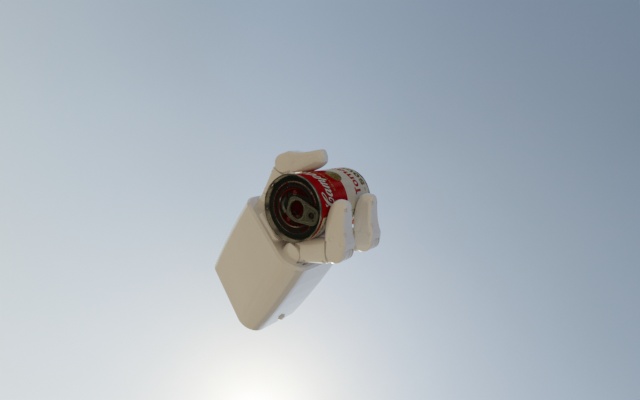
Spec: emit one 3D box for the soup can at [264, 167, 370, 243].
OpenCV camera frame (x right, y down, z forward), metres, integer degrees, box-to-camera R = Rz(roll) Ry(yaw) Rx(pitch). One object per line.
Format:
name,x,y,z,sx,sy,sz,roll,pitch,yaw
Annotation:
soup can,0.000,0.001,0.500,0.068,0.068,0.102,0,7,34
